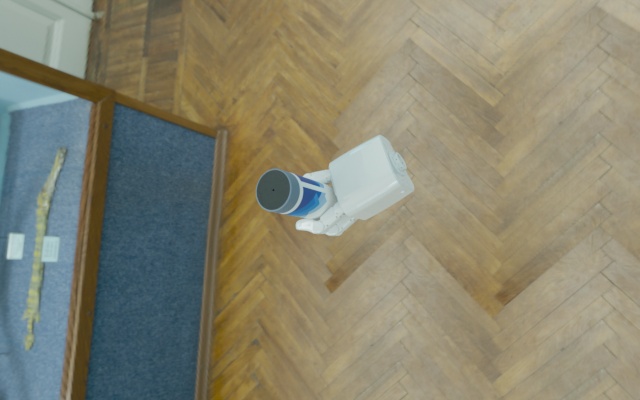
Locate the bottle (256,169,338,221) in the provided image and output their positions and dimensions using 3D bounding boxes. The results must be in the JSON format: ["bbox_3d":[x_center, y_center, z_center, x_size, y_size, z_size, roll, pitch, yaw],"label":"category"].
[{"bbox_3d":[0.000,0.003,0.851,0.069,0.069,0.296,0,-7,30],"label":"bottle"}]
